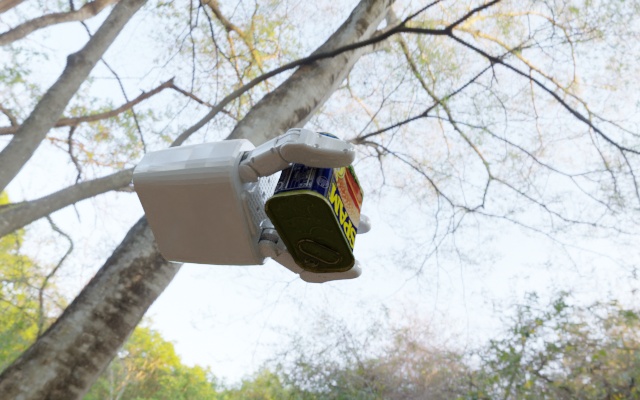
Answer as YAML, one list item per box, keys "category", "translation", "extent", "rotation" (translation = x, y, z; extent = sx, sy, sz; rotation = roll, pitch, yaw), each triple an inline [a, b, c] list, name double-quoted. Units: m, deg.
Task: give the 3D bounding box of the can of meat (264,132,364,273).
- category: "can of meat"
  translation: [0.000, 0.001, 0.429]
  extent: [0.057, 0.084, 0.102]
  rotation: [-6, -46, 22]
